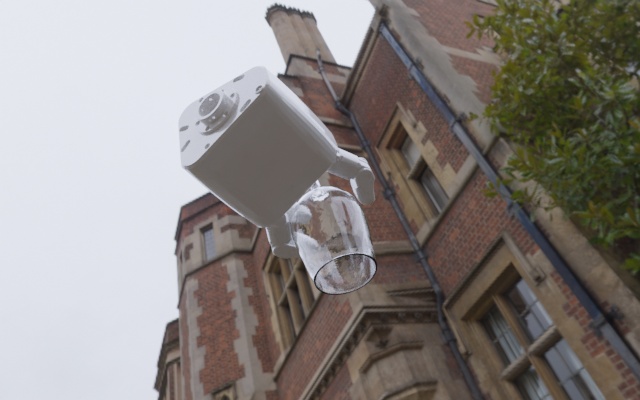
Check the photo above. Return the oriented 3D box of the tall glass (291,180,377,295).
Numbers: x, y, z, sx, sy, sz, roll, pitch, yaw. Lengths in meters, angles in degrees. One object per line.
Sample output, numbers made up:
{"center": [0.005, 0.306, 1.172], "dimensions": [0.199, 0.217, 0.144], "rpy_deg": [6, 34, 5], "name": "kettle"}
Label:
{"center": [0.000, 0.001, 0.513], "dimensions": [0.079, 0.079, 0.201], "rpy_deg": [0, 43, -19], "name": "tall glass"}
